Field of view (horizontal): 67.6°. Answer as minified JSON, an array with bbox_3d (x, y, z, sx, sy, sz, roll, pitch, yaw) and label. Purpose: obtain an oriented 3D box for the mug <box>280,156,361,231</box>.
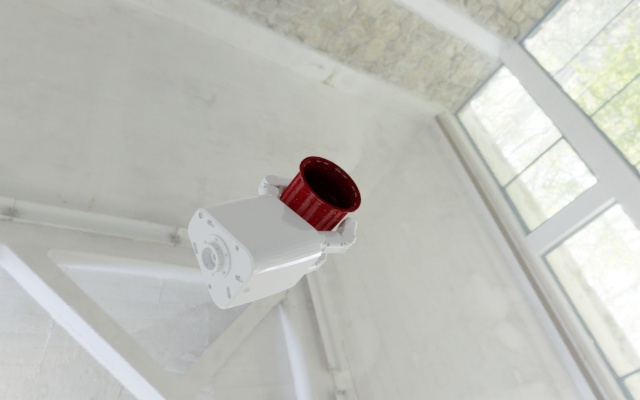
[{"bbox_3d":[0.001,0.002,0.631,0.117,0.093,0.081,-9,-33,-48],"label":"mug"}]
